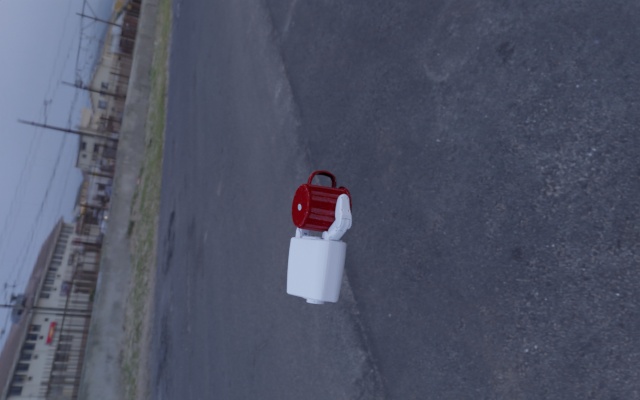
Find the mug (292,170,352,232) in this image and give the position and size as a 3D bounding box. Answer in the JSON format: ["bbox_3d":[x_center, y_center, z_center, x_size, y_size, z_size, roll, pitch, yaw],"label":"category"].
[{"bbox_3d":[0.000,0.001,0.863,0.081,0.117,0.093,8,-8,-24],"label":"mug"}]
